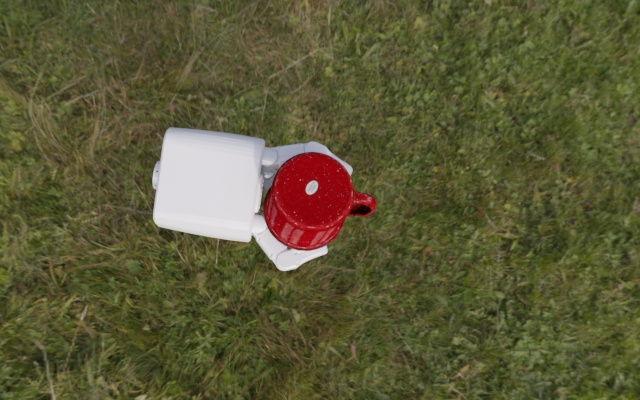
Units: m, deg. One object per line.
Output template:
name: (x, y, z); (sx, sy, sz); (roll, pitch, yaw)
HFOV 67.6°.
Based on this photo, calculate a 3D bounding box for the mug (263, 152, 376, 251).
mug: (0.002, 0.002, 0.496); (0.117, 0.093, 0.081); (7, -16, -6)
